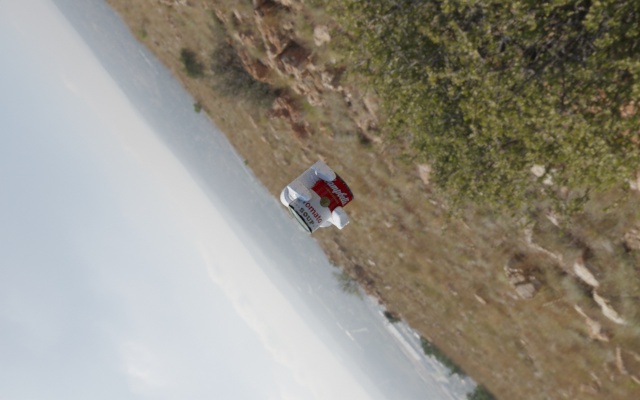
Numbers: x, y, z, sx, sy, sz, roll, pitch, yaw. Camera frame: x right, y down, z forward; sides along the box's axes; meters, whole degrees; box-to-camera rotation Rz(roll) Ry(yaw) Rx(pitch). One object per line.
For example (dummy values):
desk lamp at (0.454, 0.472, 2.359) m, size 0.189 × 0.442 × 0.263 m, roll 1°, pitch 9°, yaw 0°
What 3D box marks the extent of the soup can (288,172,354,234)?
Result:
soup can at (0.000, 0.003, 0.858) m, size 0.102 × 0.068 × 0.068 m, roll -39°, pitch 8°, yaw -10°
